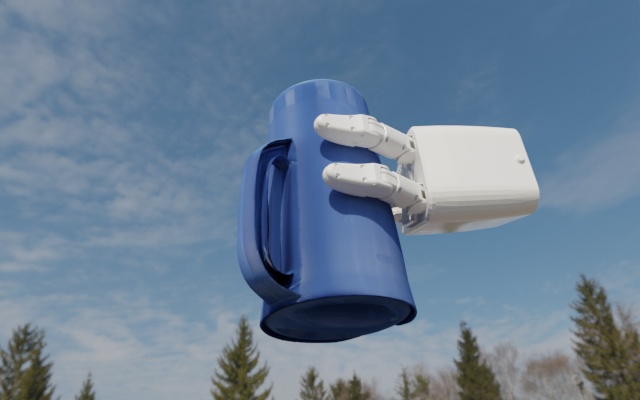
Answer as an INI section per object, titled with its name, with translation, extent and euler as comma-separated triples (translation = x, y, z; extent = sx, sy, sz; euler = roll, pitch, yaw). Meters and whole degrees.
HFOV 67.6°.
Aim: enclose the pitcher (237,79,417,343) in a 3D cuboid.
[pitcher]
translation = 0.000, 0.002, 0.453
extent = 0.145, 0.242, 0.149
euler = -2, -30, -5
